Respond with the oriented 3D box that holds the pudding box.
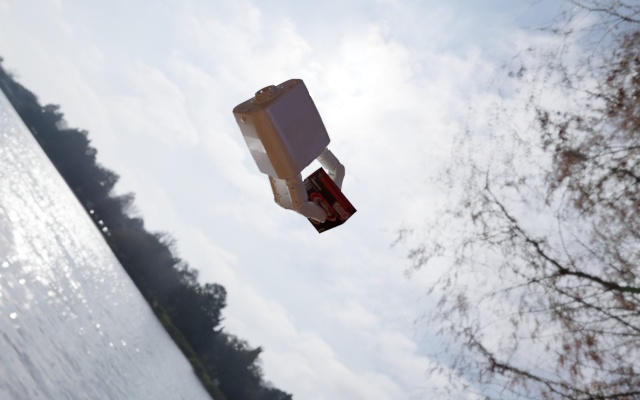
[{"bbox_3d":[0.000,0.002,0.762,0.039,0.090,0.113,-39,3,-20],"label":"pudding box"}]
